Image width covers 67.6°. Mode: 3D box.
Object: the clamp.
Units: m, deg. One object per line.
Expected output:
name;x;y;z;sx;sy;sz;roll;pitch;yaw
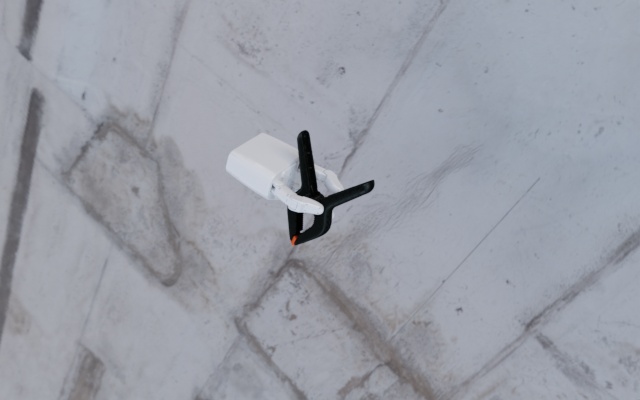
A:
clamp;-0.001;0.003;0.843;0.164;0.210;0.036;33;31;25
